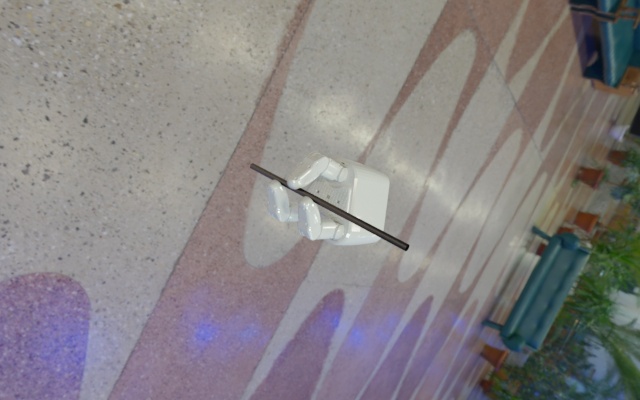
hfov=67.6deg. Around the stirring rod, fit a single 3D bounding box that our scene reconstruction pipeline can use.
[{"bbox_3d":[0.000,0.002,0.554,0.239,0.011,0.011,28,16,34],"label":"stirring rod"}]
